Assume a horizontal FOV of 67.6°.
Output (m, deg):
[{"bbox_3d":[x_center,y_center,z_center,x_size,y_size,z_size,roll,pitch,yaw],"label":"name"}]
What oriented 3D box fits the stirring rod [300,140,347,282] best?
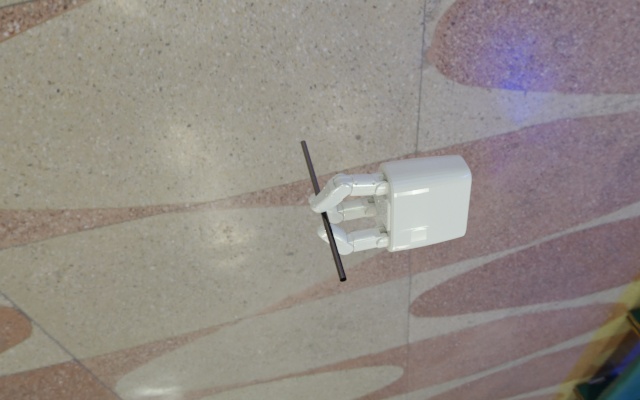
[{"bbox_3d":[0.000,0.002,0.607,0.011,0.239,0.011,-9,-43,-8],"label":"stirring rod"}]
